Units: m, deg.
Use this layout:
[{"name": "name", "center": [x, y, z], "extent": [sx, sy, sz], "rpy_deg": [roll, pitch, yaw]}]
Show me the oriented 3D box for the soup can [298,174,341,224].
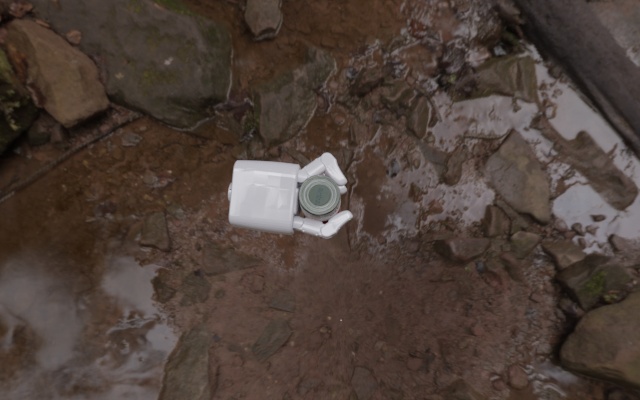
[{"name": "soup can", "center": [0.001, 0.003, 0.791], "extent": [0.068, 0.068, 0.102], "rpy_deg": [0, -14, 3]}]
